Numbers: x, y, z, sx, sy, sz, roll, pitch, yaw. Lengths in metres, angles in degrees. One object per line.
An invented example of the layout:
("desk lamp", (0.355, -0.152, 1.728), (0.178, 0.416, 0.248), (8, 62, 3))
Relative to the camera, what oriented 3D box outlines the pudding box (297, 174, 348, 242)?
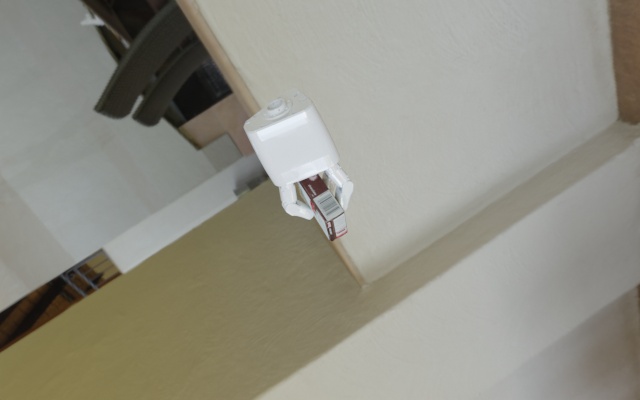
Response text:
("pudding box", (0.000, 0.003, 0.801), (0.039, 0.113, 0.090), (-29, -25, -6))
